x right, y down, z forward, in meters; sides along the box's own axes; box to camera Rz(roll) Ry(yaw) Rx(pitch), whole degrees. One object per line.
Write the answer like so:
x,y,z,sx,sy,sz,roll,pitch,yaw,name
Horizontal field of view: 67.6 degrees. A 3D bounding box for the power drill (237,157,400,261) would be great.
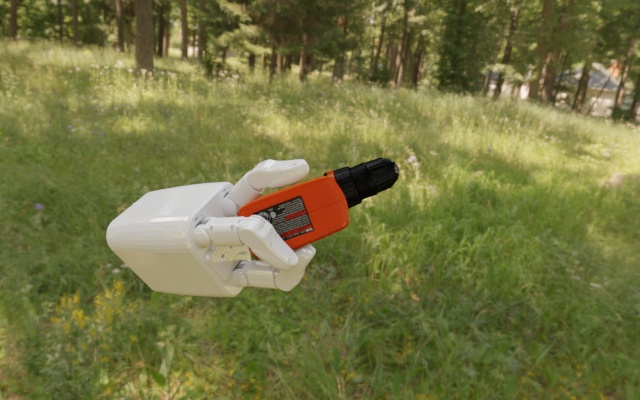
0.000,0.002,0.523,0.184,0.057,0.187,-23,2,10,power drill
